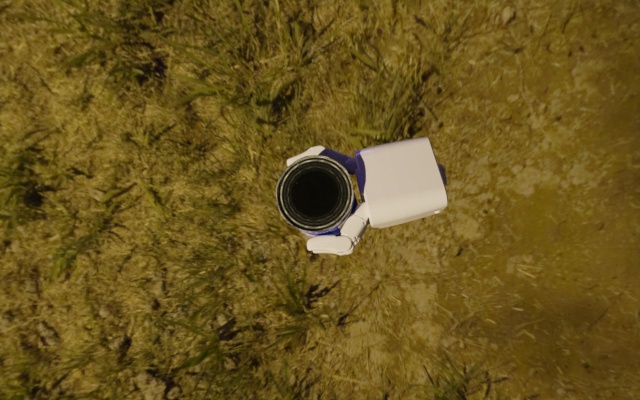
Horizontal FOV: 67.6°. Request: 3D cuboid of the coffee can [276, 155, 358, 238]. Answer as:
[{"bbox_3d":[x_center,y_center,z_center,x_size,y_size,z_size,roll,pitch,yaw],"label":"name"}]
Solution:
[{"bbox_3d":[0.000,0.002,0.683,0.103,0.103,0.140,0,-9,7],"label":"coffee can"}]
